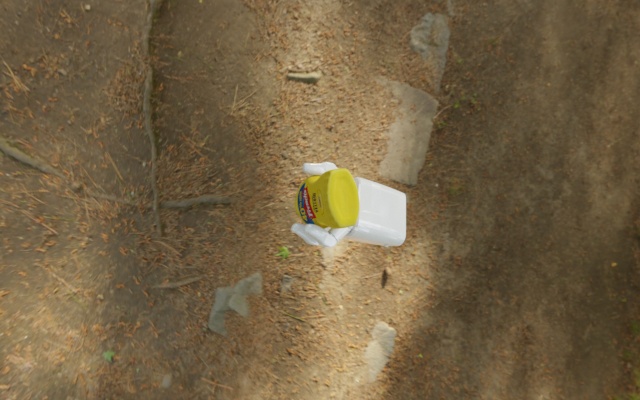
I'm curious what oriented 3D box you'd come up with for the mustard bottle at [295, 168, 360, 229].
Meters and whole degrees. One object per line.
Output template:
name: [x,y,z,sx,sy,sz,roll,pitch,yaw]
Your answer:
mustard bottle: [0.000,0.003,0.841,0.058,0.096,0.191,-10,0,-24]
